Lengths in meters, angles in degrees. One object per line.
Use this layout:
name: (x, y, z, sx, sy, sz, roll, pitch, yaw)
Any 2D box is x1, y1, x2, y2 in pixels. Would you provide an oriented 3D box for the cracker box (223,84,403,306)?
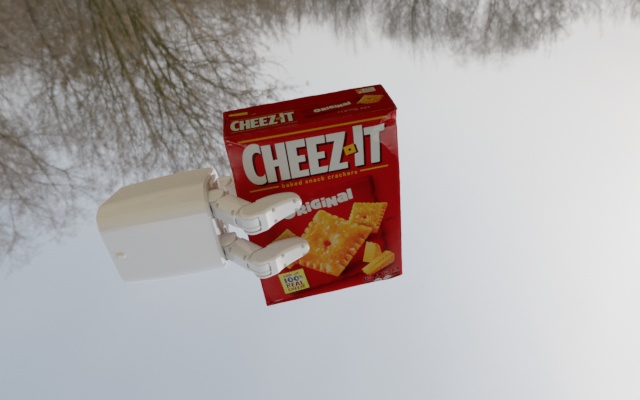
cracker box: (0.000, 0.002, 0.508, 0.164, 0.214, 0.072, -11, 34, -4)
